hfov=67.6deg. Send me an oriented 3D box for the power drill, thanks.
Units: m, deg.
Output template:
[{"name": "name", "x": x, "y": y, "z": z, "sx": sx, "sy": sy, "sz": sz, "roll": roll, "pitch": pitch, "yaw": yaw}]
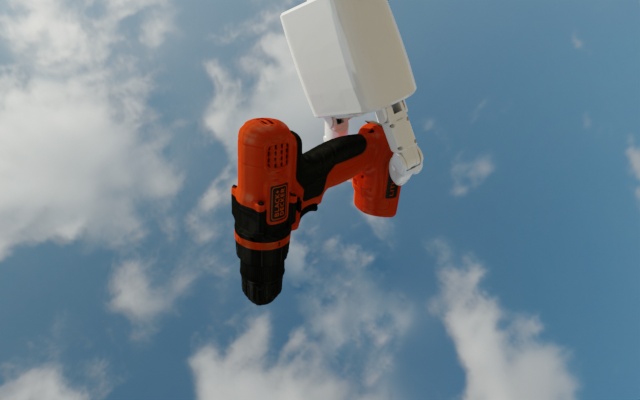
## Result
[{"name": "power drill", "x": 0.000, "y": 0.001, "z": 0.475, "sx": 0.187, "sy": 0.184, "sz": 0.057, "roll": -18, "pitch": 35, "yaw": -38}]
